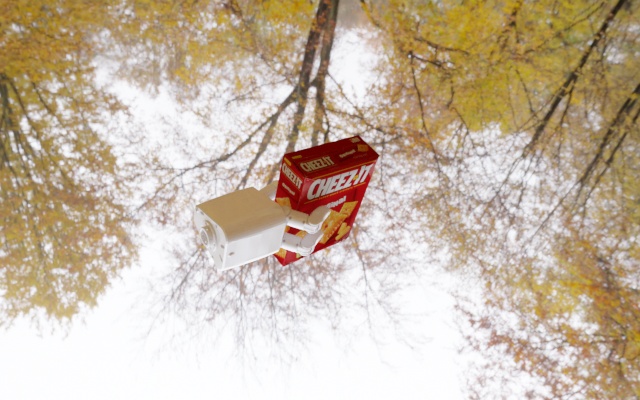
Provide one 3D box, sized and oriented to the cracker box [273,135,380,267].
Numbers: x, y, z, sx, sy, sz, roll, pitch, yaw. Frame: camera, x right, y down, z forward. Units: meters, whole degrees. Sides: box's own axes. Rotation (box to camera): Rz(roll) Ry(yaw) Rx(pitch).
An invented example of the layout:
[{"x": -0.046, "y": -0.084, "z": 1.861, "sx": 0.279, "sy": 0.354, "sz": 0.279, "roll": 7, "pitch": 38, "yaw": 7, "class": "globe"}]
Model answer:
[{"x": 0.000, "y": 0.003, "z": 0.848, "sx": 0.164, "sy": 0.214, "sz": 0.072, "roll": -19, "pitch": 53, "yaw": -35, "class": "cracker box"}]
